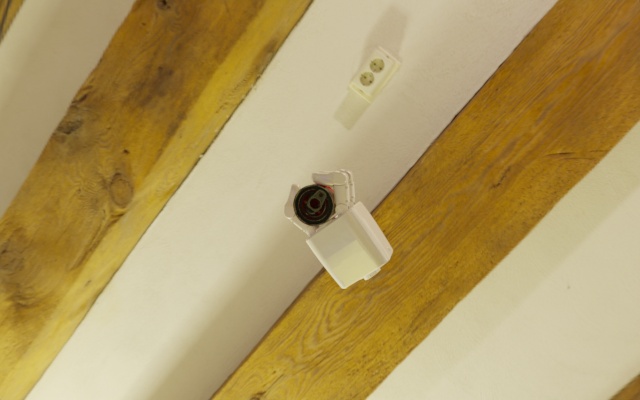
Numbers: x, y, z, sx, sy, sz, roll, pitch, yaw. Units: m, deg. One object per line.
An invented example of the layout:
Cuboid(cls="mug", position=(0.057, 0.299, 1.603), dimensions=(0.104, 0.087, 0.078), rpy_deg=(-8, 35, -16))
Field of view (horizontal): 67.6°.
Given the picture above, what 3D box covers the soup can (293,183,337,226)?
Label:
Cuboid(cls="soup can", position=(0.000, 0.002, 0.819), dimensions=(0.068, 0.068, 0.102), rpy_deg=(0, 6, 14))
